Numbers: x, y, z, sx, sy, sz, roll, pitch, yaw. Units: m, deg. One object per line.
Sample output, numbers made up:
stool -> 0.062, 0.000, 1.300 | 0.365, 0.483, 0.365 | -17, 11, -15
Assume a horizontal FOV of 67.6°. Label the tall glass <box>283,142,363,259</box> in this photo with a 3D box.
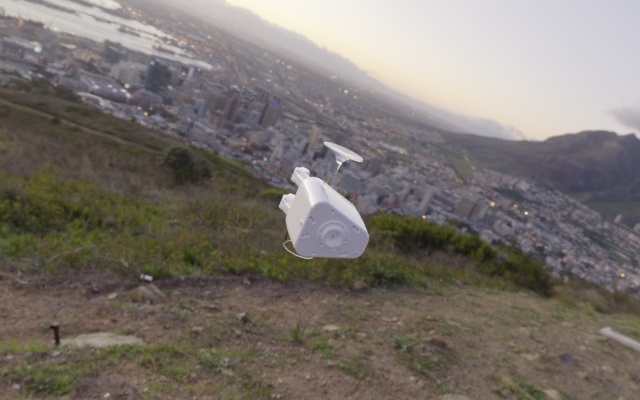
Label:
tall glass -> 0.000, 0.002, 0.847 | 0.079, 0.201, 0.079 | 23, 16, -7
